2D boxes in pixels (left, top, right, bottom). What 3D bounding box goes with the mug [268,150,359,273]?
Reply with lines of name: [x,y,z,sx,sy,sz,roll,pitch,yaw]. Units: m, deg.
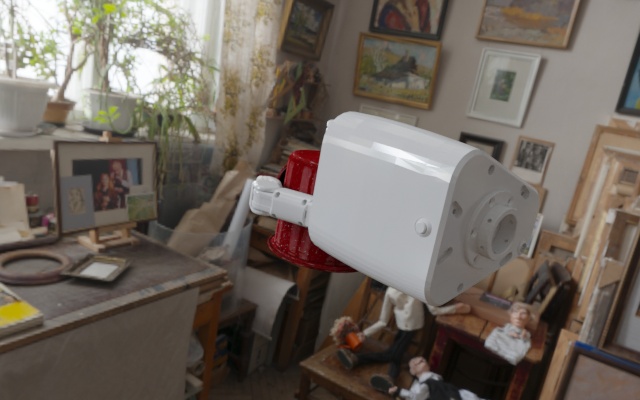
mug: [-0.001,0.001,0.412,0.093,0.081,0.117,-2,18,-41]
